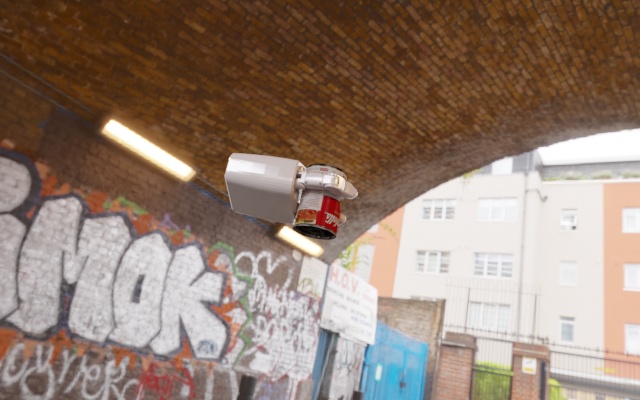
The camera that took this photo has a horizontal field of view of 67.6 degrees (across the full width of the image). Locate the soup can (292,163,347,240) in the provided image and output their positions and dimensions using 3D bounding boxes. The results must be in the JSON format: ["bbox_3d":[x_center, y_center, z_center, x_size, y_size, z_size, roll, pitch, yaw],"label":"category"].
[{"bbox_3d":[0.001,0.002,0.739,0.068,0.102,0.068,10,-19,4],"label":"soup can"}]
